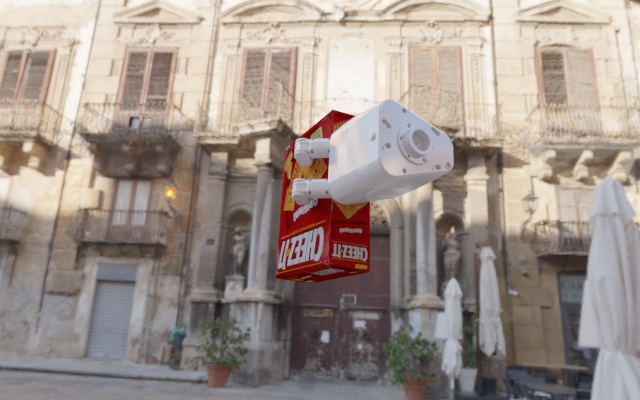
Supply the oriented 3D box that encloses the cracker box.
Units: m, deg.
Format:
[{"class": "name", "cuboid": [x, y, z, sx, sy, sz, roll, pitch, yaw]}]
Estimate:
[{"class": "cracker box", "cuboid": [0.000, 0.002, 0.685, 0.072, 0.213, 0.164, 11, -19, -26]}]
